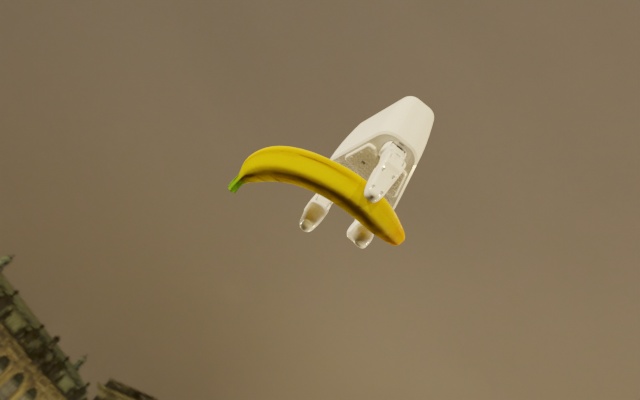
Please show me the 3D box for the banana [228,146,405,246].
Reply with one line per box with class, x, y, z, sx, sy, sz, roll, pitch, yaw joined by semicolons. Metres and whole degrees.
banana;-0.001;-0.014;0.494;0.198;0.070;0.037;19;40;12
